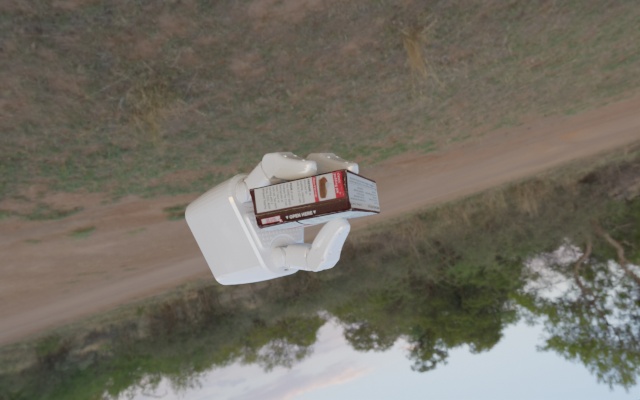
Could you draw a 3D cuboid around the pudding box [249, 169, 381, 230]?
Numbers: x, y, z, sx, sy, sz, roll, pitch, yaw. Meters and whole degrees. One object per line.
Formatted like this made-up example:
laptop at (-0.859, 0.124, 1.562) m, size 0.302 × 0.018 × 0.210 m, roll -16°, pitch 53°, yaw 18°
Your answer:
pudding box at (0.000, 0.002, 0.446) m, size 0.090 × 0.039 × 0.113 m, roll -12°, pitch -5°, yaw 18°
